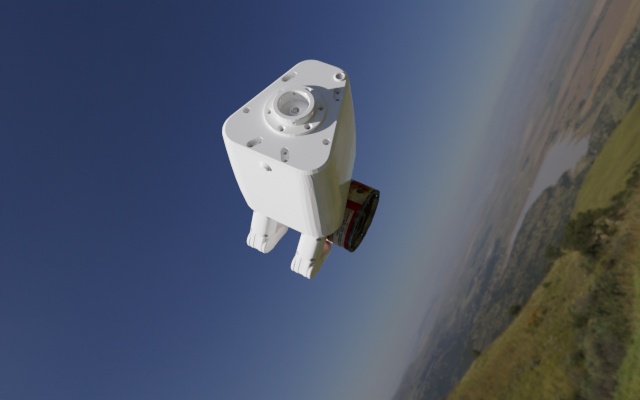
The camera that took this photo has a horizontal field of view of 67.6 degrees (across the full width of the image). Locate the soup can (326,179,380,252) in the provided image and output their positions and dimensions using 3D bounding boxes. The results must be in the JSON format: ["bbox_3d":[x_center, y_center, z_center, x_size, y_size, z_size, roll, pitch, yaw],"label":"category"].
[{"bbox_3d":[0.000,0.002,0.488,0.102,0.068,0.068,24,7,16],"label":"soup can"}]
